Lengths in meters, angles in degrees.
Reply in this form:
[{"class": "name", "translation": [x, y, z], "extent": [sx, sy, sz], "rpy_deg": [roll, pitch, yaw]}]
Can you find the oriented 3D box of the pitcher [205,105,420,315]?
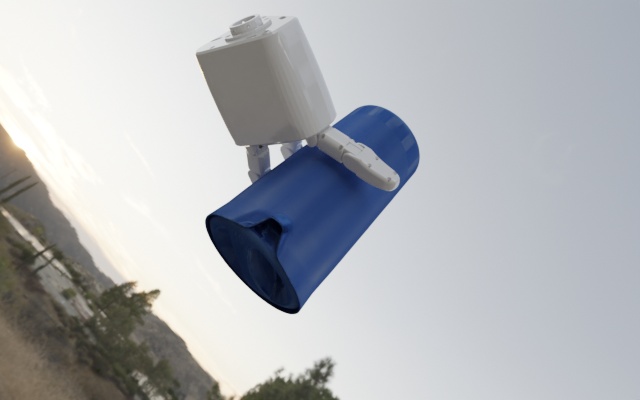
[{"class": "pitcher", "translation": [0.000, 0.002, 0.542], "extent": [0.149, 0.145, 0.242], "rpy_deg": [13, 47, 46]}]
